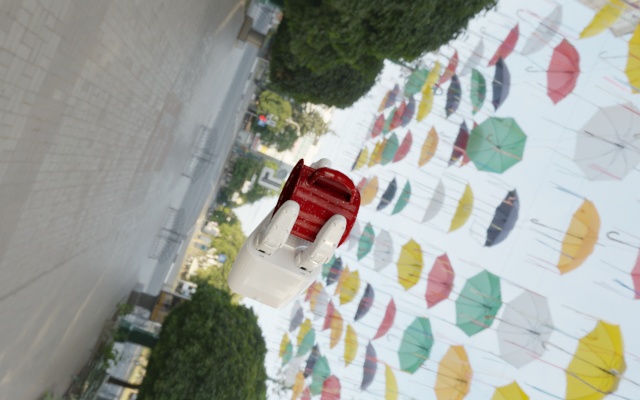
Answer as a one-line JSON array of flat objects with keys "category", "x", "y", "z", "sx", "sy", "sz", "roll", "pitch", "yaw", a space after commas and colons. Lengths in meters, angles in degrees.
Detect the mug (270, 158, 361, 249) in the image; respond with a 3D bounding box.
[{"category": "mug", "x": 0.001, "y": 0.001, "z": 0.559, "sx": 0.081, "sy": 0.093, "sz": 0.117, "roll": 24, "pitch": -41, "yaw": -12}]
